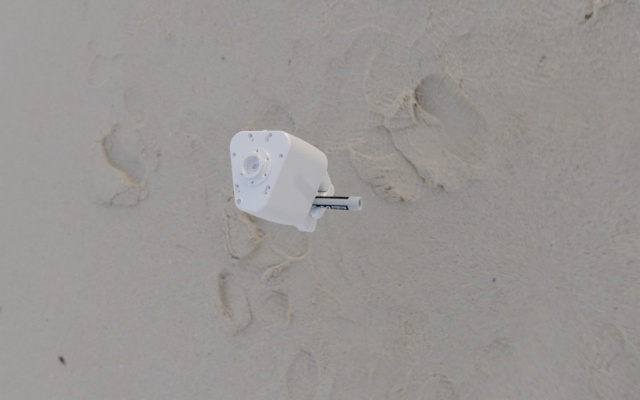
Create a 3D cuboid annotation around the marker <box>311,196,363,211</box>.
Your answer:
[{"bbox_3d":[0.000,0.002,0.677,0.121,0.020,0.020,3,1,26],"label":"marker"}]
